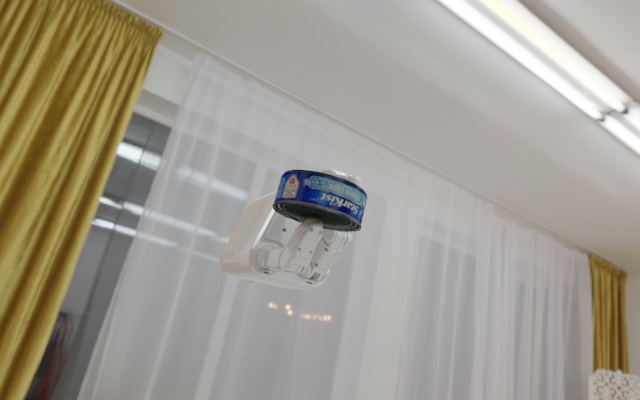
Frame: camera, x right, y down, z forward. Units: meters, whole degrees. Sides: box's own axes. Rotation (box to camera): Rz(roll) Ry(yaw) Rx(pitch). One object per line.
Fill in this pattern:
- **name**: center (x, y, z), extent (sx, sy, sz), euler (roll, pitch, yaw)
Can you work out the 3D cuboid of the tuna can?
- **tuna can**: center (0.000, 0.001, 0.451), extent (0.086, 0.033, 0.086), euler (13, -14, 3)
